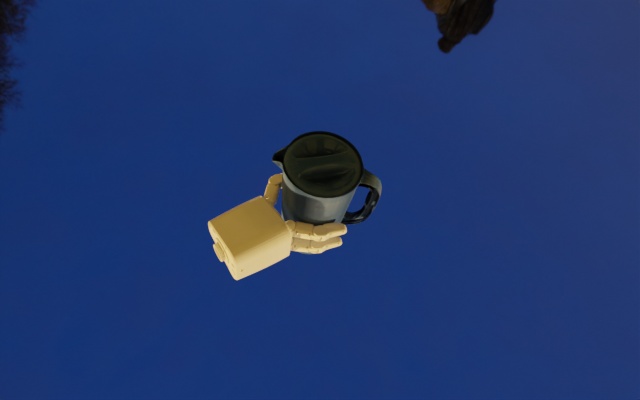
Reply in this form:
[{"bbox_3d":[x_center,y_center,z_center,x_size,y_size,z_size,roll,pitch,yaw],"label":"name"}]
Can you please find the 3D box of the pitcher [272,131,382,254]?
[{"bbox_3d":[0.000,0.003,0.861,0.145,0.149,0.243,-27,-24,-22],"label":"pitcher"}]
